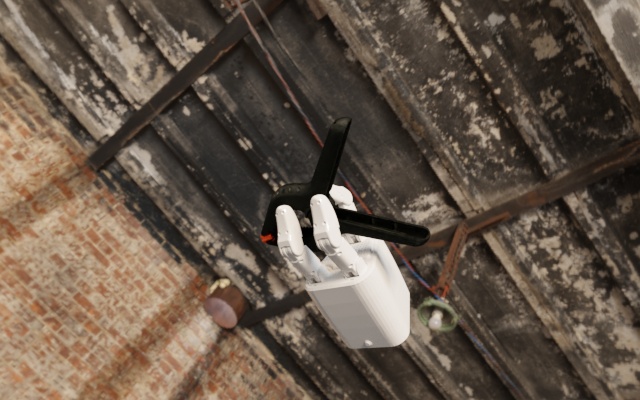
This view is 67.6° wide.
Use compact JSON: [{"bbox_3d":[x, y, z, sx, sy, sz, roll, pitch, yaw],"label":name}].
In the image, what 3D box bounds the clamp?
[{"bbox_3d":[0.000,0.002,0.551,0.210,0.164,0.036,-16,24,36],"label":"clamp"}]
